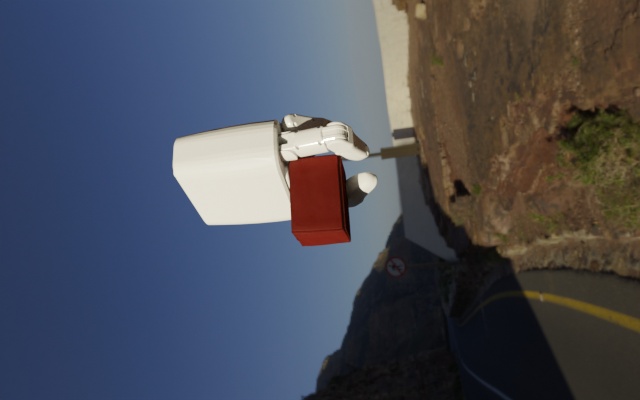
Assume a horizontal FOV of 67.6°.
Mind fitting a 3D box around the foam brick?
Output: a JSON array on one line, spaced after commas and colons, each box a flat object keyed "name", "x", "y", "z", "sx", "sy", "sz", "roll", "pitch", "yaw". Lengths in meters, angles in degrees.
[{"name": "foam brick", "x": 0.000, "y": 0.002, "z": 0.472, "sx": 0.051, "sy": 0.078, "sz": 0.053, "roll": -7, "pitch": -21, "yaw": 7}]
